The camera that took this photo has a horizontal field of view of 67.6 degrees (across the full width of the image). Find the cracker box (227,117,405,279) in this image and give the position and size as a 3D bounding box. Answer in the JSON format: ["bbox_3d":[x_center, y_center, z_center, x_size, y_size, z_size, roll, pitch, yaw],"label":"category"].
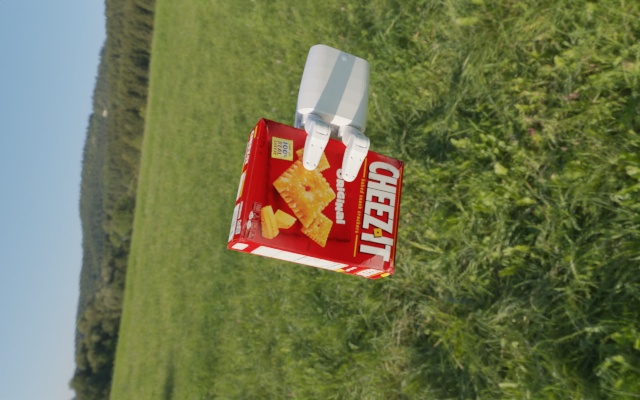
[{"bbox_3d":[0.000,0.002,0.635,0.214,0.164,0.072,14,-18,-19],"label":"cracker box"}]
